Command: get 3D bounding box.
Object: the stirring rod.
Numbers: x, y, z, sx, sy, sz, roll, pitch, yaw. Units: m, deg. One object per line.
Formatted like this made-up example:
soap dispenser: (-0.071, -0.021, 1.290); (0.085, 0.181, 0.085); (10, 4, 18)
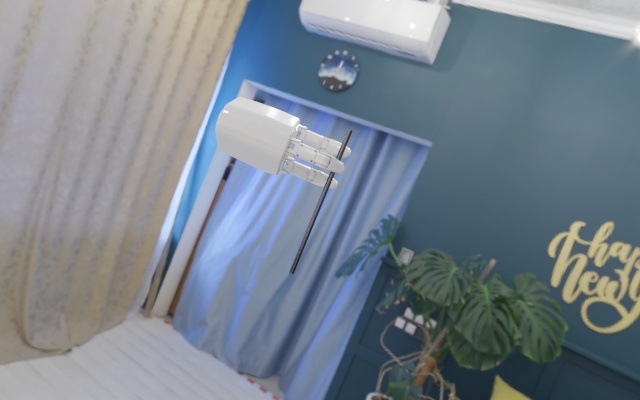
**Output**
stirring rod: (0.000, 0.002, 0.741); (0.011, 0.239, 0.011); (22, 3, -1)
